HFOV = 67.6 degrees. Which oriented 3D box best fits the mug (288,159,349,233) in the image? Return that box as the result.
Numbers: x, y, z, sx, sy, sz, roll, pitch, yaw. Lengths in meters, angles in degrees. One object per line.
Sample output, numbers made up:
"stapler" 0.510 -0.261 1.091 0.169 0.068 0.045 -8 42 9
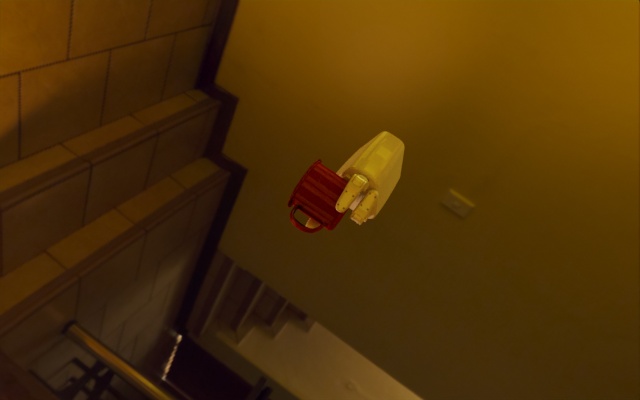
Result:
"mug" 0.000 0.004 0.758 0.081 0.117 0.093 34 -30 7
